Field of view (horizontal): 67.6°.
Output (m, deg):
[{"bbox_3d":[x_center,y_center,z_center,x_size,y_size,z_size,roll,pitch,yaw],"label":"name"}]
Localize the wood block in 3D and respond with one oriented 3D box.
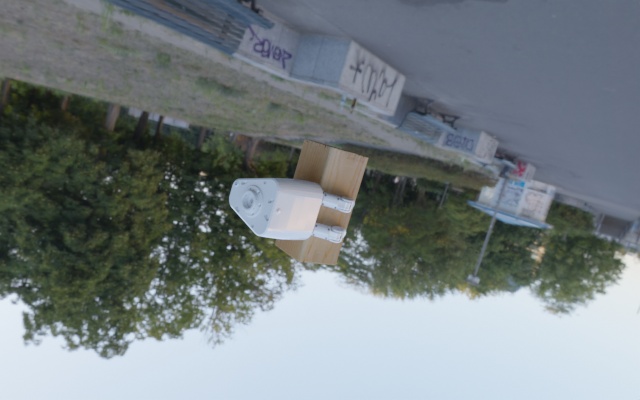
[{"bbox_3d":[0.000,0.003,0.872,0.090,0.206,0.090,11,10,-38],"label":"wood block"}]
